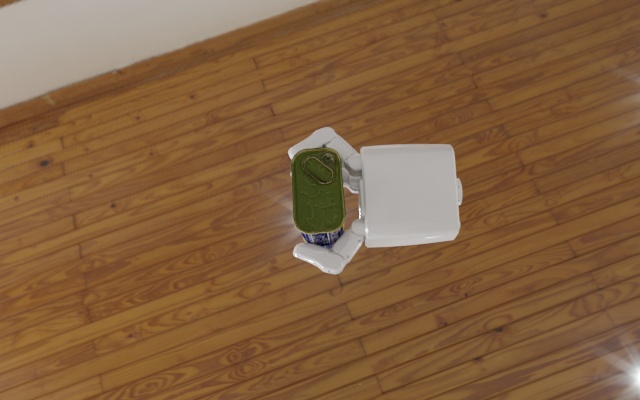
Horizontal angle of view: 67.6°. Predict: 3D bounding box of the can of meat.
[{"bbox_3d":[0.000,0.002,0.562,0.057,0.102,0.084,-5,-21,3],"label":"can of meat"}]
